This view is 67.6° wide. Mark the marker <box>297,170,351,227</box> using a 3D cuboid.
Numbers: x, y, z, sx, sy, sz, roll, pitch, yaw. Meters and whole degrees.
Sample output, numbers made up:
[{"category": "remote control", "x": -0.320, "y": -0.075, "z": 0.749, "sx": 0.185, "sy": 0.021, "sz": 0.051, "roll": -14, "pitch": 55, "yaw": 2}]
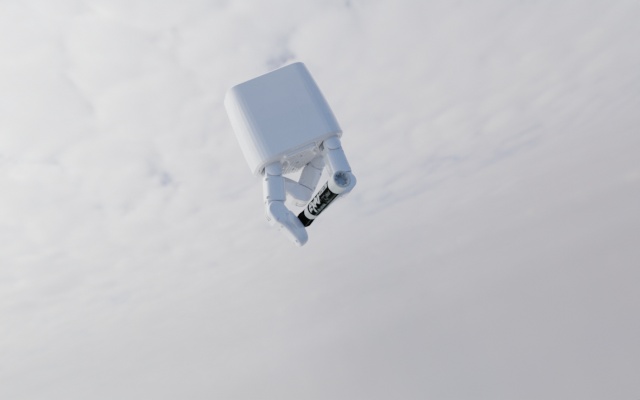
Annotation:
[{"category": "marker", "x": 0.000, "y": 0.002, "z": 0.504, "sx": 0.020, "sy": 0.020, "sz": 0.121, "roll": 0, "pitch": -22, "yaw": -21}]
